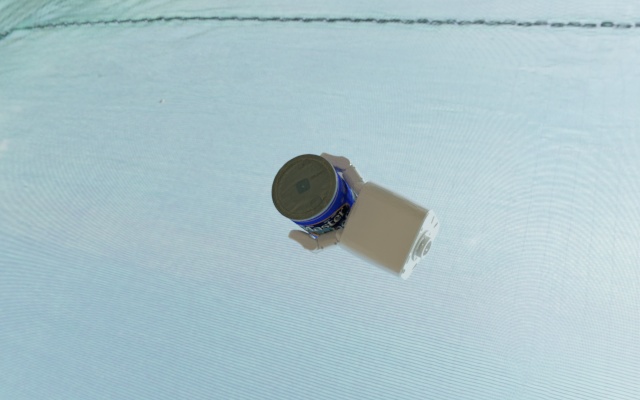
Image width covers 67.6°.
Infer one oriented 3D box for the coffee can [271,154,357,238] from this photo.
[{"bbox_3d":[0.000,0.002,0.746,0.103,0.102,0.140,0,-20,23],"label":"coffee can"}]
